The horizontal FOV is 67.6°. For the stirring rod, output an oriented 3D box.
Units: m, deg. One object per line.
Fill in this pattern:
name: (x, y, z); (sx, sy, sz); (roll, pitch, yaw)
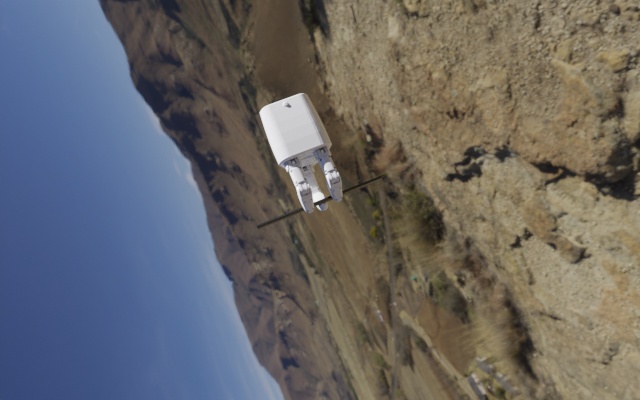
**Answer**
stirring rod: (0.000, 0.003, 0.849); (0.239, 0.011, 0.011); (-22, 3, -8)
